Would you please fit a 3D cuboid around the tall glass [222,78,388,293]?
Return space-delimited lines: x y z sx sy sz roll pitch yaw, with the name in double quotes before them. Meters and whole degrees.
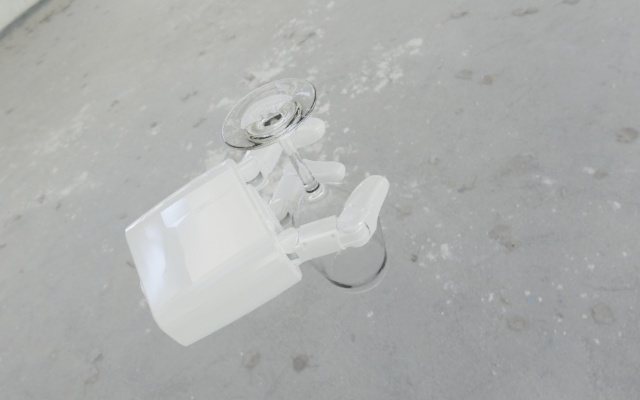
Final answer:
"tall glass" 0.000 0.001 0.401 0.079 0.079 0.201 0 -39 29
